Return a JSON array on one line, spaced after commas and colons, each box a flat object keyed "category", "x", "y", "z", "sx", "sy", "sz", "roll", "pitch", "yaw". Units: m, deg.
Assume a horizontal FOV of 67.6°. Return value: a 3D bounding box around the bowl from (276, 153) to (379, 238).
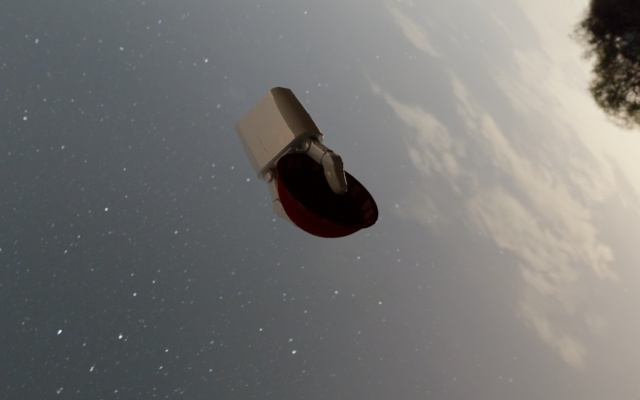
[{"category": "bowl", "x": 0.000, "y": 0.003, "z": 0.678, "sx": 0.162, "sy": 0.055, "sz": 0.162, "roll": 24, "pitch": 29, "yaw": -14}]
